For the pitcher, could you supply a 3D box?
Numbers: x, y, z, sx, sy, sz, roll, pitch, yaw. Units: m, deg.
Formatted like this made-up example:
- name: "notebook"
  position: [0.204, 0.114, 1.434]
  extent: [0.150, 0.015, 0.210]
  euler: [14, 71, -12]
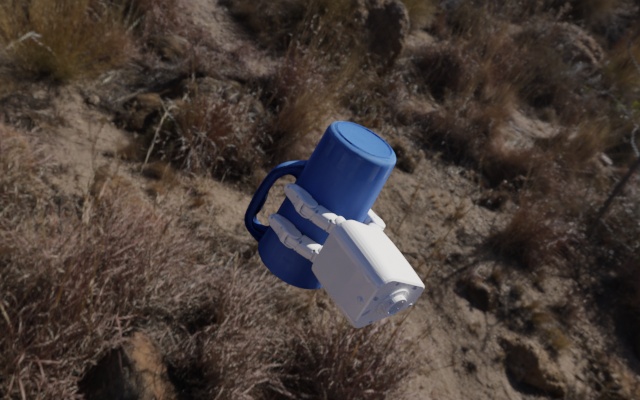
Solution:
- name: "pitcher"
  position: [0.000, 0.002, 0.719]
  extent: [0.149, 0.243, 0.145]
  euler: [3, 38, -40]
